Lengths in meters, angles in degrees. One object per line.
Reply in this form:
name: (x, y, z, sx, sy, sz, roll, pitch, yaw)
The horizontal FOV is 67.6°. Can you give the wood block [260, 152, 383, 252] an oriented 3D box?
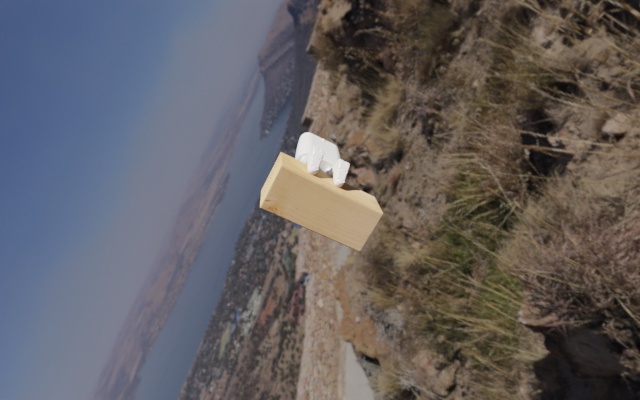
wood block: (0.000, 0.003, 0.893, 0.206, 0.091, 0.090, 25, 18, -15)
